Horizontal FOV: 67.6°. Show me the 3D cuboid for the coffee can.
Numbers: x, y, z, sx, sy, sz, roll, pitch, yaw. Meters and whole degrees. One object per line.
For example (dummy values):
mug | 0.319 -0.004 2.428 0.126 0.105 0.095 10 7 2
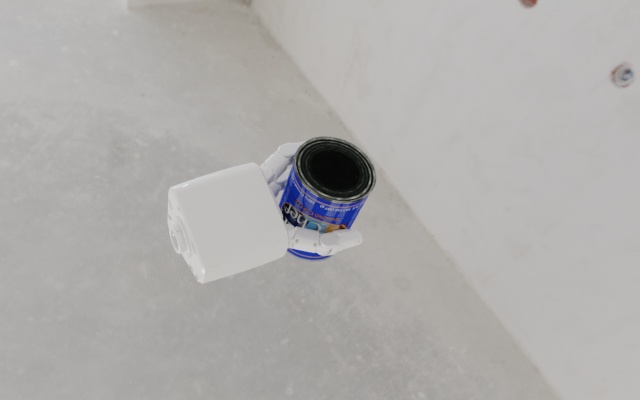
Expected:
coffee can | 0.000 0.002 0.619 0.103 0.102 0.140 0 -36 -19
